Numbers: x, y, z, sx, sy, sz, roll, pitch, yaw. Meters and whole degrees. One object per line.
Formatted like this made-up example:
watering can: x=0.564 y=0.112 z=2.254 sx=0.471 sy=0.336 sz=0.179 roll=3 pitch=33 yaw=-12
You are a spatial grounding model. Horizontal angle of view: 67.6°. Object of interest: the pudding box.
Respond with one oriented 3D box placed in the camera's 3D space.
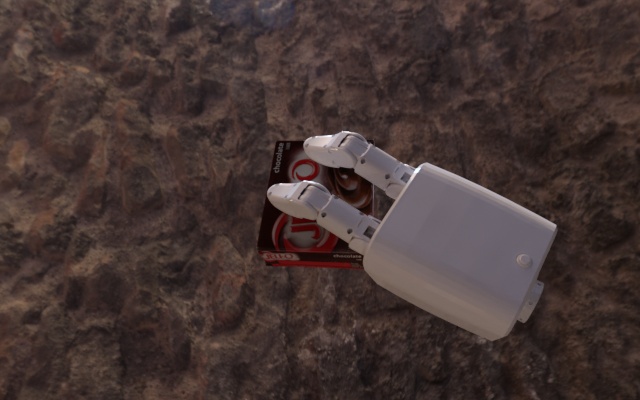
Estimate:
pudding box: x=0.000 y=0.001 z=0.408 sx=0.090 sy=0.113 sz=0.039 roll=1 pitch=-33 yaw=9
